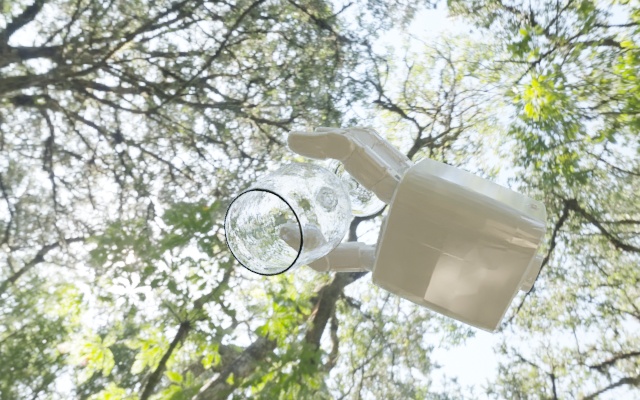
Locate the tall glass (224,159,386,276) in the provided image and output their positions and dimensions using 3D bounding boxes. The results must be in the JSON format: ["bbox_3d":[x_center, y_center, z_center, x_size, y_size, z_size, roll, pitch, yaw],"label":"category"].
[{"bbox_3d":[0.000,0.001,0.409,0.079,0.079,0.201,0,12,24],"label":"tall glass"}]
